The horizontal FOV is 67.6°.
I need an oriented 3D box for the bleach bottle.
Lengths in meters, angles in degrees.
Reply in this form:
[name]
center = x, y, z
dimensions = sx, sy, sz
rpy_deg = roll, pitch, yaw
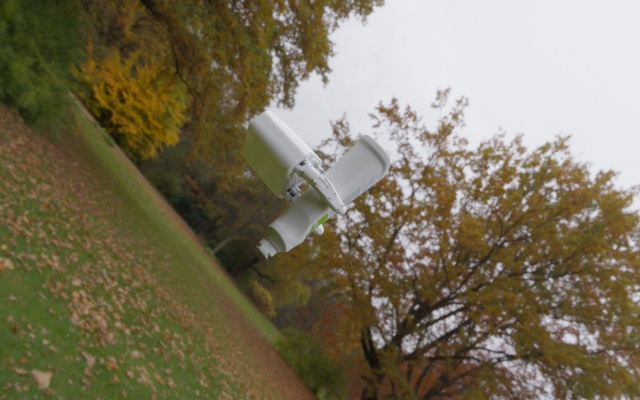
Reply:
[bleach bottle]
center = 0.000, 0.003, 0.781
dimensions = 0.251, 0.068, 0.103
rpy_deg = -40, -14, -13
